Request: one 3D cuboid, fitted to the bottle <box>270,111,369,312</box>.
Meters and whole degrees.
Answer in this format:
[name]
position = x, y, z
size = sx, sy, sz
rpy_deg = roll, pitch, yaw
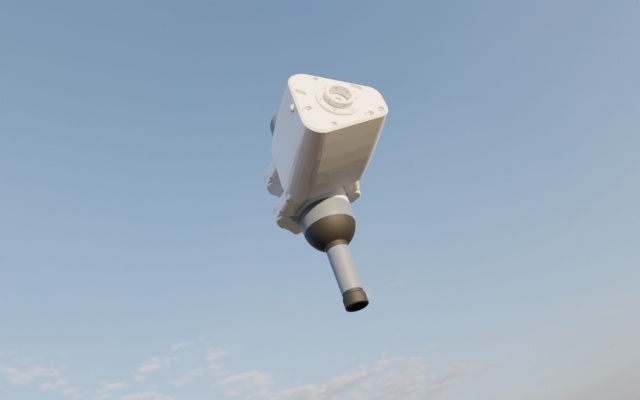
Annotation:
[bottle]
position = 0.000, 0.002, 0.605
size = 0.069, 0.295, 0.069
rpy_deg = -13, -35, -9
